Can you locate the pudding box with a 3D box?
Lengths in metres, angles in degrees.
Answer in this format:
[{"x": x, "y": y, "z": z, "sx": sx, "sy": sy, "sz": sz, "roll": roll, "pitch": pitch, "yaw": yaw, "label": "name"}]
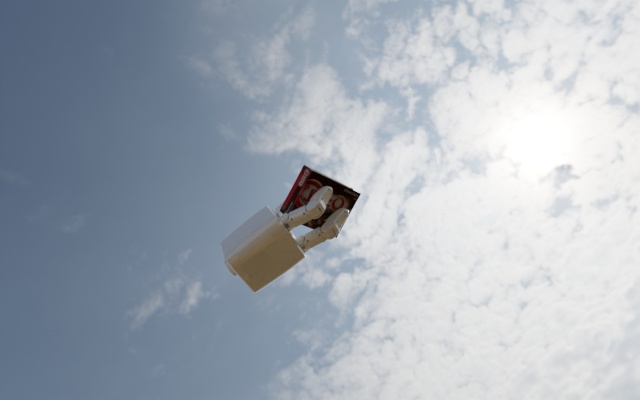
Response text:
[{"x": 0.000, "y": 0.003, "z": 0.806, "sx": 0.113, "sy": 0.090, "sz": 0.039, "roll": 23, "pitch": 11, "yaw": -36, "label": "pudding box"}]
